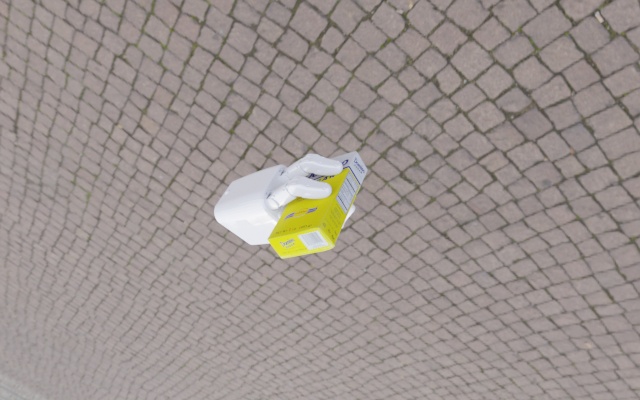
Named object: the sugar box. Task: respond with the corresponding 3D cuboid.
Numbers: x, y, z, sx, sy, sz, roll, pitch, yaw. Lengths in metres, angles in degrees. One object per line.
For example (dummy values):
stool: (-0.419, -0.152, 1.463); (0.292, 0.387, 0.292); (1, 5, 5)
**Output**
sugar box: (0.000, 0.002, 0.696); (0.093, 0.048, 0.176); (-14, 35, 33)
